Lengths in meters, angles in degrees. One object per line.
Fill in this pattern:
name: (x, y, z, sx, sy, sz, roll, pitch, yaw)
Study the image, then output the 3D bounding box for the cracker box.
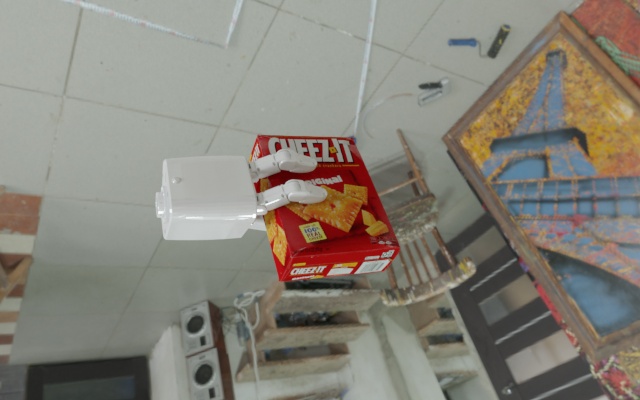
cracker box: (0.000, 0.002, 0.687, 0.164, 0.213, 0.072, -2, -37, -25)
